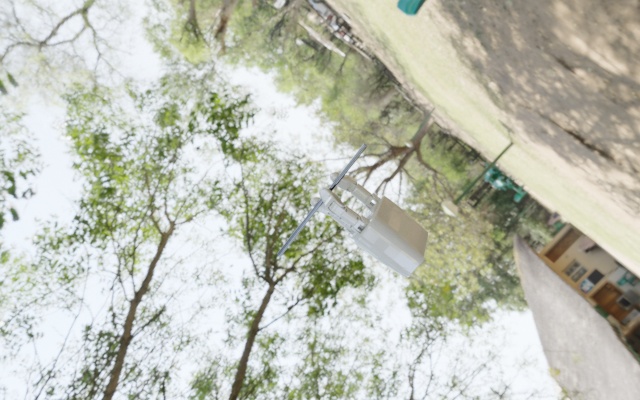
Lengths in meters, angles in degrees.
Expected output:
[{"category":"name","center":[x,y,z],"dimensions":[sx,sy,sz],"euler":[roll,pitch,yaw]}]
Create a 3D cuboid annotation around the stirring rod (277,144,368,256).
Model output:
[{"category":"stirring rod","center":[0.000,0.003,0.794],"dimensions":[0.011,0.239,0.011],"euler":[35,15,-11]}]
